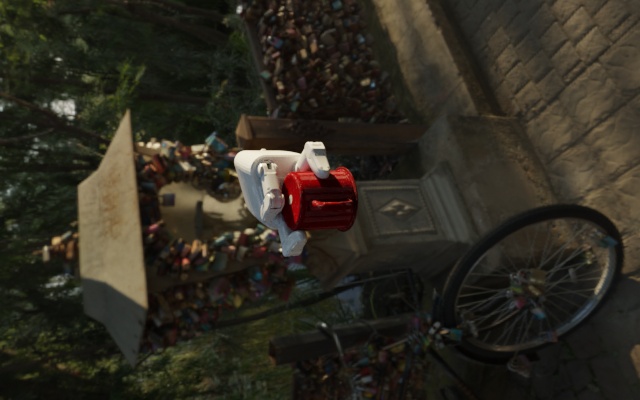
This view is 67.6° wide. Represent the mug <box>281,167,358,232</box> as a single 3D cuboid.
[{"bbox_3d":[0.001,0.002,0.655,0.081,0.093,0.117,-3,11,-25],"label":"mug"}]
